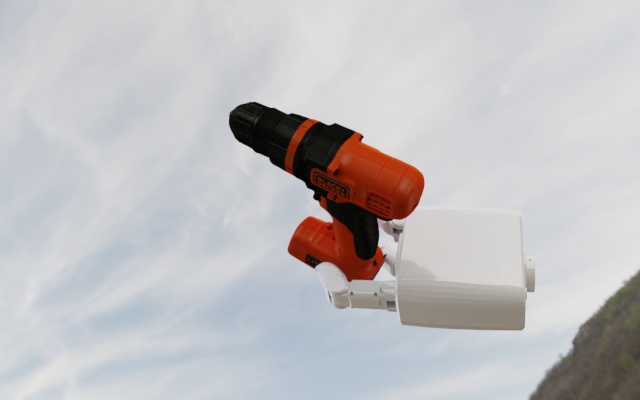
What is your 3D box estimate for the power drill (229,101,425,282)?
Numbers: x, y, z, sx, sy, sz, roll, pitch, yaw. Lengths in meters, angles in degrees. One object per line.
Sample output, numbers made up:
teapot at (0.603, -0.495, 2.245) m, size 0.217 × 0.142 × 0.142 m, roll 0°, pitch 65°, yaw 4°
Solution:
power drill at (0.000, 0.002, 0.459) m, size 0.184 × 0.057 × 0.188 m, roll 28°, pitch -29°, yaw 20°
